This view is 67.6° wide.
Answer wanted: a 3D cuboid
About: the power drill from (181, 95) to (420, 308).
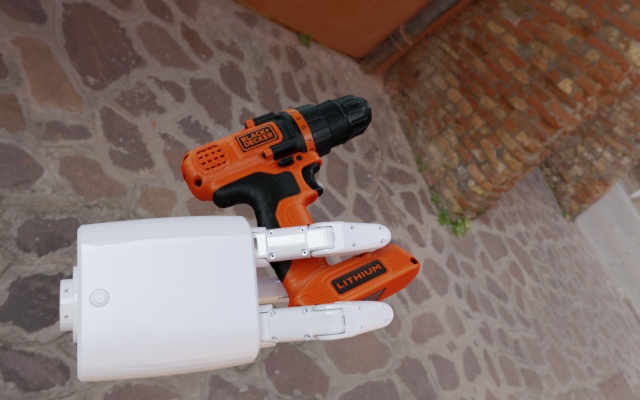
[{"bbox_3d":[0.000,0.002,0.403,0.184,0.187,0.057,-25,-25,-17],"label":"power drill"}]
